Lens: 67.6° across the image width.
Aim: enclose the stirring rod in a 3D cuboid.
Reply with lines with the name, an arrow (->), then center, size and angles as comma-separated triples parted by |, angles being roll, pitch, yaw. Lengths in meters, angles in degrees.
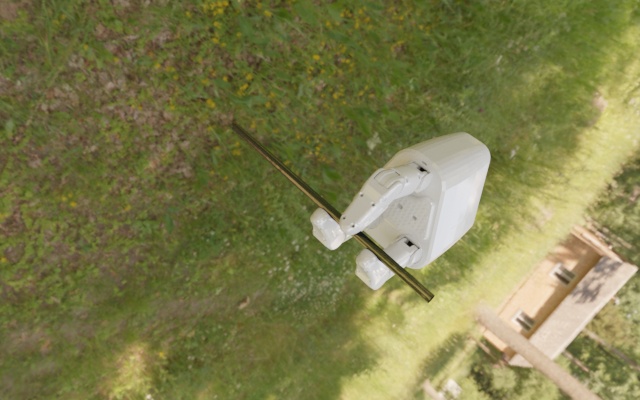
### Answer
stirring rod -> 0.000, 0.001, 0.404 | 0.239, 0.011, 0.011 | 41, 20, 24
